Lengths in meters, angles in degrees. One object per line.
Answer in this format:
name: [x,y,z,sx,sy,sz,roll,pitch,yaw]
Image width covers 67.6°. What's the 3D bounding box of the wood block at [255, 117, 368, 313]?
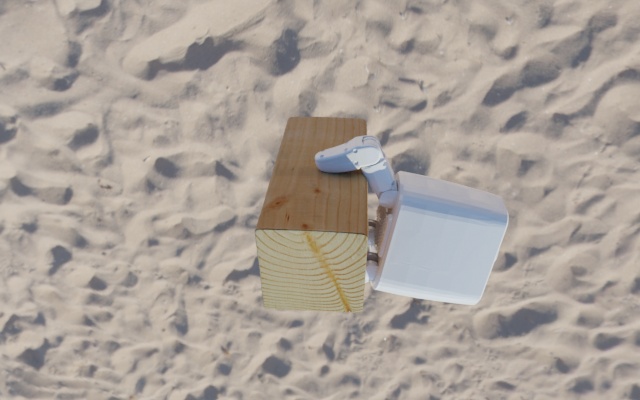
wood block: [0.000,0.001,0.475,0.090,0.091,0.206,2,35,3]
